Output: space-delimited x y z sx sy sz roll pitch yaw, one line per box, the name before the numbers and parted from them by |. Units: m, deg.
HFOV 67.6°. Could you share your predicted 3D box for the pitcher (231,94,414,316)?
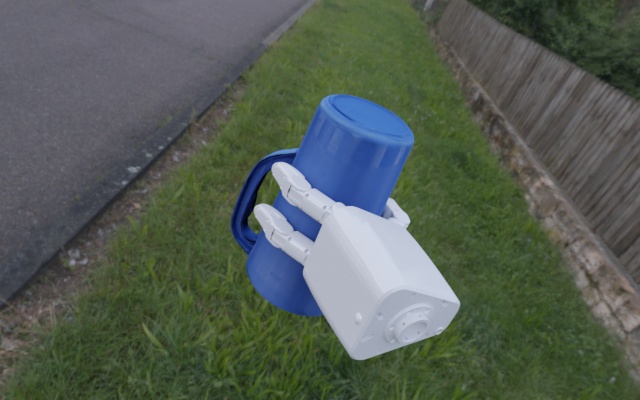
pitcher | 0.000 0.002 0.558 0.149 0.243 0.145 5 34 -30
